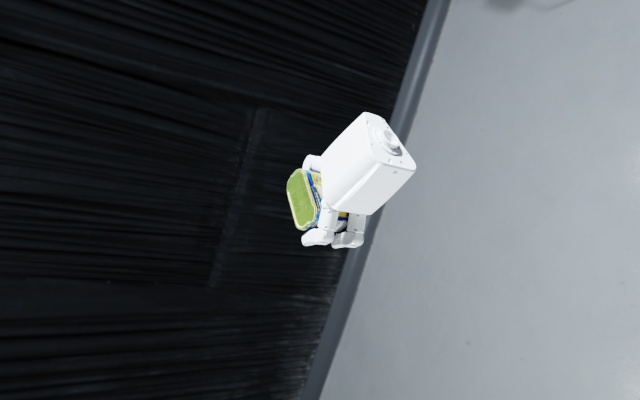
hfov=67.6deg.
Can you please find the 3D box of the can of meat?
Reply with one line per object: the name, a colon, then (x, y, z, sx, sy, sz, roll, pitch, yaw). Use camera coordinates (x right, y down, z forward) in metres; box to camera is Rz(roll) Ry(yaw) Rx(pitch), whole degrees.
can of meat: (0.000, 0.002, 0.756, 0.084, 0.102, 0.057, 9, -39, -38)
